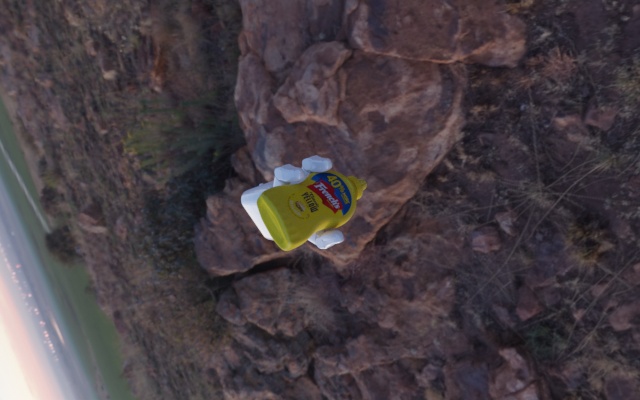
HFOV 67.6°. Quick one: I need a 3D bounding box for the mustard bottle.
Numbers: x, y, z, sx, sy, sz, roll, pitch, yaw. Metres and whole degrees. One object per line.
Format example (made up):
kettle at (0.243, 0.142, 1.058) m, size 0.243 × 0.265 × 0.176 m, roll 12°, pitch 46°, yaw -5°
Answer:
mustard bottle at (0.000, 0.002, 0.764) m, size 0.191 × 0.096 × 0.058 m, roll -23°, pitch -15°, yaw -34°
